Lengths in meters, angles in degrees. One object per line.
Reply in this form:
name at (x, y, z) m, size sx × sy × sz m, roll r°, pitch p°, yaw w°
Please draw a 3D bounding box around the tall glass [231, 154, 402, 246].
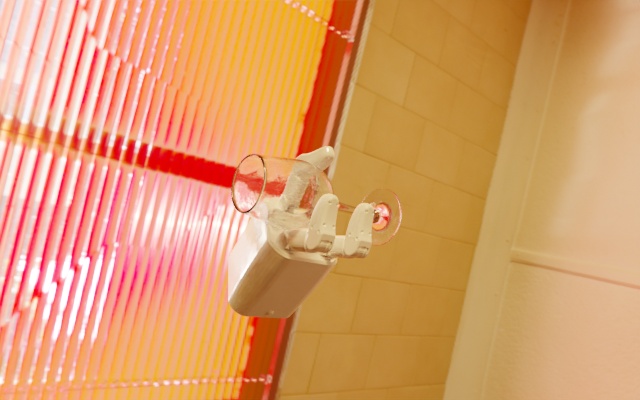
tall glass at (0.001, 0.002, 0.544) m, size 0.201 × 0.079 × 0.079 m, roll 15°, pitch -10°, yaw -40°
